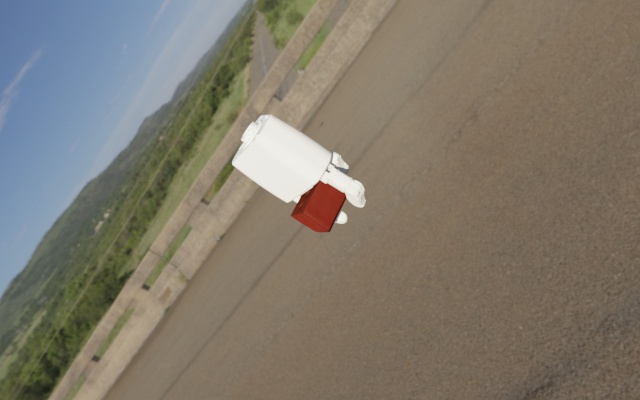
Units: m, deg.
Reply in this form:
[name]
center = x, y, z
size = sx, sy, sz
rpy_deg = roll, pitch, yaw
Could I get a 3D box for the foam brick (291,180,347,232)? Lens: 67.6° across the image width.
[foam brick]
center = 0.000, 0.003, 0.717
size = 0.051, 0.078, 0.053
rpy_deg = 33, -18, -19
